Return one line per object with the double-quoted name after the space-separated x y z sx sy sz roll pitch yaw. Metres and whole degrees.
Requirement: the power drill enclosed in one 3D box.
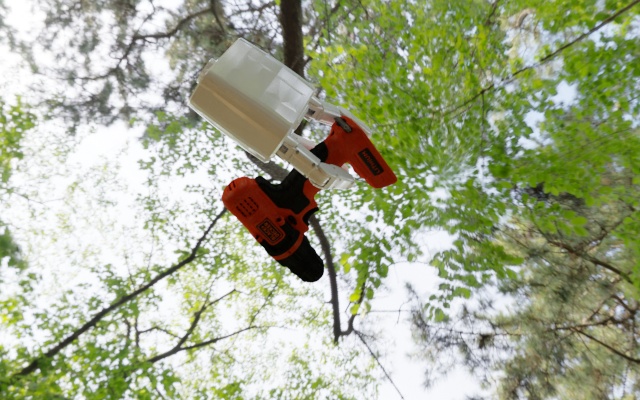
0.000 0.001 0.596 0.187 0.184 0.057 -39 33 2 "power drill"
